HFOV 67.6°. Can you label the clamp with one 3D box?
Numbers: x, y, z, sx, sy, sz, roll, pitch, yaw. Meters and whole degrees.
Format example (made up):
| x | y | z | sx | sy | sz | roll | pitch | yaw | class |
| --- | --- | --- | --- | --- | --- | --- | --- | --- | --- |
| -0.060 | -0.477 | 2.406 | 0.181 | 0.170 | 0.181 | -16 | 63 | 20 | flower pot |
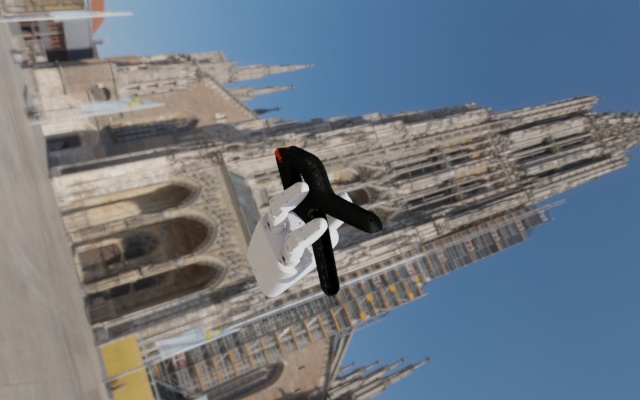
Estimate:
| x | y | z | sx | sy | sz | roll | pitch | yaw | class |
| --- | --- | --- | --- | --- | --- | --- | --- | --- | --- |
| 0.000 | 0.002 | 0.621 | 0.036 | 0.210 | 0.165 | -13 | -25 | -32 | clamp |
